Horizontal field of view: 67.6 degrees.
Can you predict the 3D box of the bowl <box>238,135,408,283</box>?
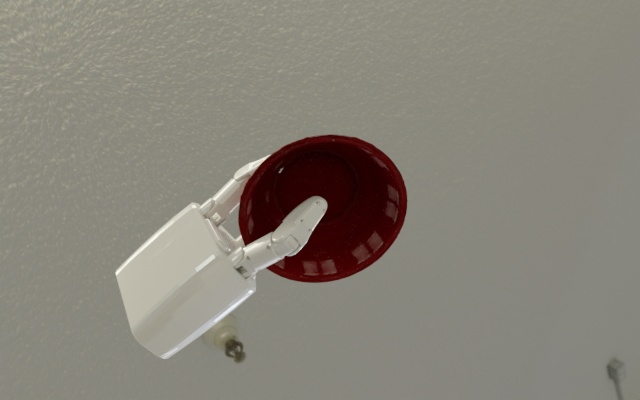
[{"bbox_3d":[0.001,0.001,0.471,0.162,0.162,0.055,0,29,-11],"label":"bowl"}]
